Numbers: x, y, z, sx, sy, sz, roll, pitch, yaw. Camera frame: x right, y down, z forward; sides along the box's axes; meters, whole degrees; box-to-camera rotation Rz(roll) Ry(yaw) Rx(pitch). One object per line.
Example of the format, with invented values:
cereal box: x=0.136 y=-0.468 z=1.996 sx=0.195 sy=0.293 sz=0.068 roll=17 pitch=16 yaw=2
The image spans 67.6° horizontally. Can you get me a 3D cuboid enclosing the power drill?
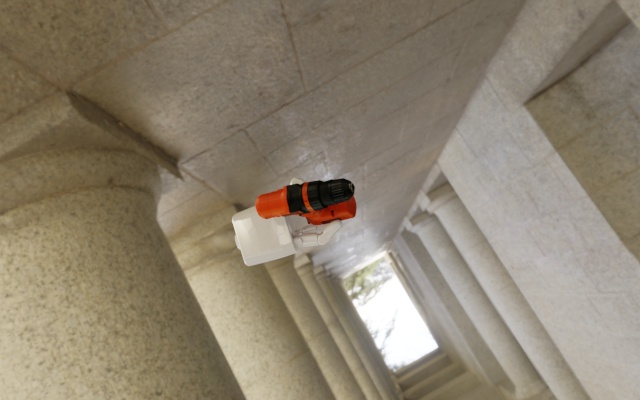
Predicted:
power drill: x=0.000 y=0.003 z=0.881 sx=0.184 sy=0.057 sz=0.188 roll=-10 pitch=-12 yaw=24
